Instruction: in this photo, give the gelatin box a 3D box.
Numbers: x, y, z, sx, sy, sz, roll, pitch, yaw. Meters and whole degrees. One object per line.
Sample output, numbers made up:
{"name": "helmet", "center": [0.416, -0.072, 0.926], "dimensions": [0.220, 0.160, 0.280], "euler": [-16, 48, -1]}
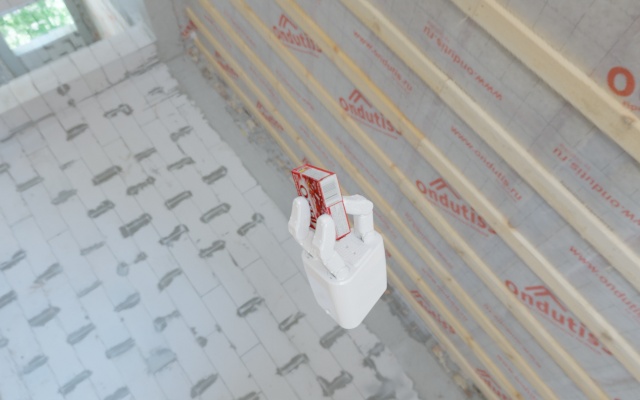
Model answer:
{"name": "gelatin box", "center": [0.000, 0.002, 0.627], "dimensions": [0.030, 0.089, 0.073], "euler": [-26, 26, -23]}
